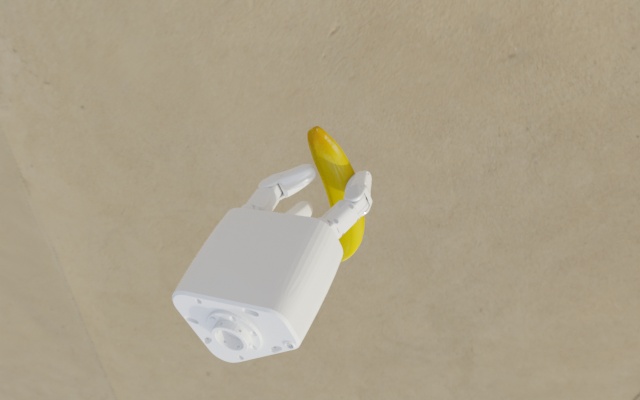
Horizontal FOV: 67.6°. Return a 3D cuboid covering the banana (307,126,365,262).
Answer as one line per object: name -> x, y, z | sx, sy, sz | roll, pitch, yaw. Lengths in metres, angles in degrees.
banana -> 0.017, 0.009, 0.536 | 0.069, 0.198, 0.037 | 16, 44, 16
